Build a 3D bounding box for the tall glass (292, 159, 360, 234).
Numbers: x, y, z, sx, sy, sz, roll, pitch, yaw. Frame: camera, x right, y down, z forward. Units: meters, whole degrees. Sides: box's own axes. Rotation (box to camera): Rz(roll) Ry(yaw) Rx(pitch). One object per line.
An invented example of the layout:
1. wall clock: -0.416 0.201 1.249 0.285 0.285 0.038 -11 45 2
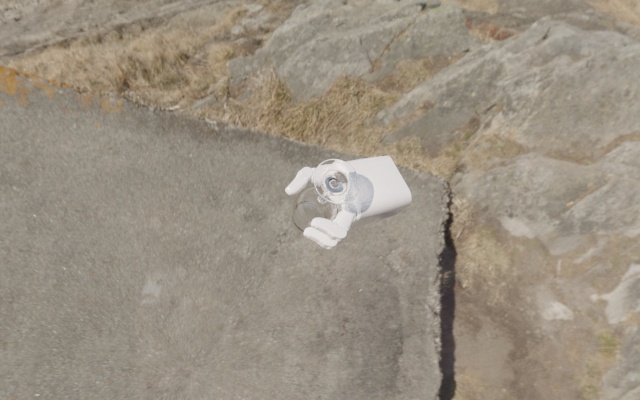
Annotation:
1. tall glass: 0.000 0.002 0.818 0.079 0.079 0.201 0 -19 -16
